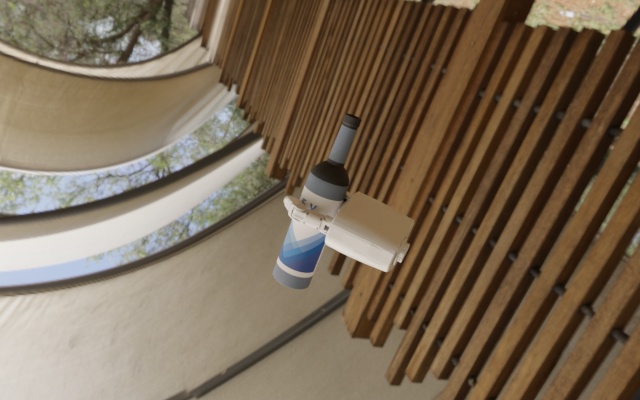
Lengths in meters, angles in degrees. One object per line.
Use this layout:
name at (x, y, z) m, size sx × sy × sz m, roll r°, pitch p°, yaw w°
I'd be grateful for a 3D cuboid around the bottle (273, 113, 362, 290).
bottle at (0.000, 0.003, 0.772) m, size 0.069 × 0.296 × 0.069 m, roll 19°, pitch 18°, yaw -6°
